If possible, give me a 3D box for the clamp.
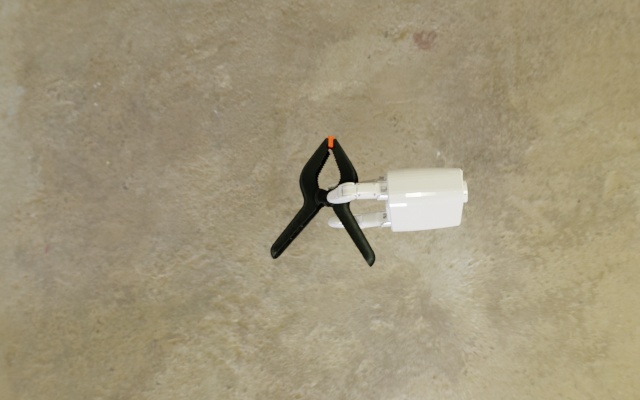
[{"bbox_3d":[0.000,0.002,0.755,0.164,0.210,0.036,-3,-12,9],"label":"clamp"}]
